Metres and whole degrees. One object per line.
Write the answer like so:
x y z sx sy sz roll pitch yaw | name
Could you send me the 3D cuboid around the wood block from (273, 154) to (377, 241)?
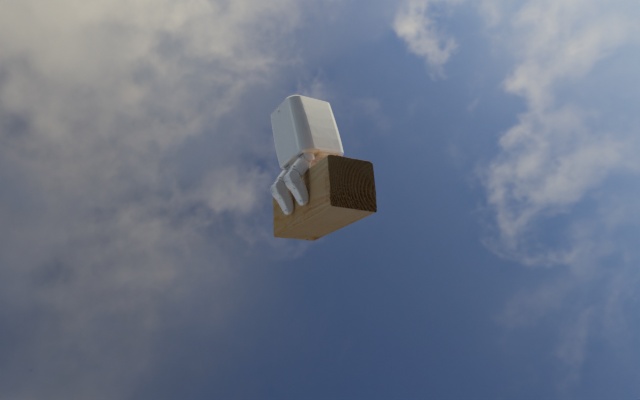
0.000 0.002 0.842 0.091 0.090 0.206 7 -20 -29 | wood block
